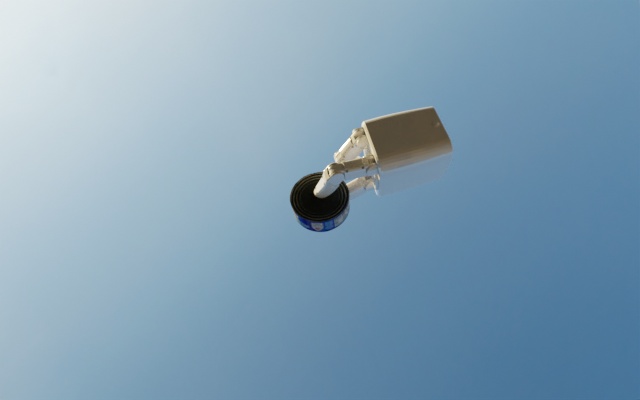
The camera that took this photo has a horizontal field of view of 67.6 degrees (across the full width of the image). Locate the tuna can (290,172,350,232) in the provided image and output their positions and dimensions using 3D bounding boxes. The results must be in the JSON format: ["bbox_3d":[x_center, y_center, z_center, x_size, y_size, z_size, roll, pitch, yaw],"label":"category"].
[{"bbox_3d":[0.000,0.003,0.695,0.086,0.086,0.034,0,-33,6],"label":"tuna can"}]
